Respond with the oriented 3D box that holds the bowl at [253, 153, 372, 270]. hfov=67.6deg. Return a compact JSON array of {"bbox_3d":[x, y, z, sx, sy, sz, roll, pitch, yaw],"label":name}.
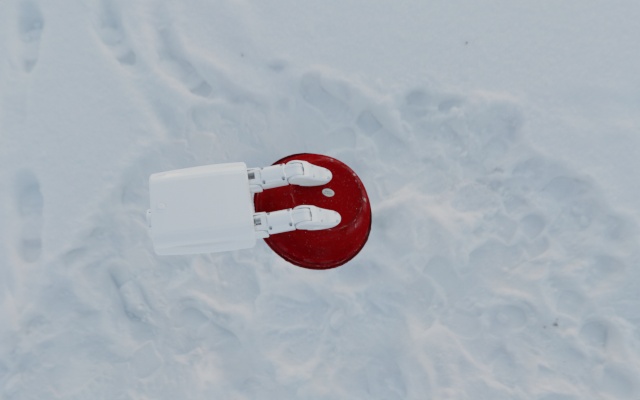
[{"bbox_3d":[0.001,0.001,0.595,0.162,0.162,0.055,0,-21,-20],"label":"bowl"}]
